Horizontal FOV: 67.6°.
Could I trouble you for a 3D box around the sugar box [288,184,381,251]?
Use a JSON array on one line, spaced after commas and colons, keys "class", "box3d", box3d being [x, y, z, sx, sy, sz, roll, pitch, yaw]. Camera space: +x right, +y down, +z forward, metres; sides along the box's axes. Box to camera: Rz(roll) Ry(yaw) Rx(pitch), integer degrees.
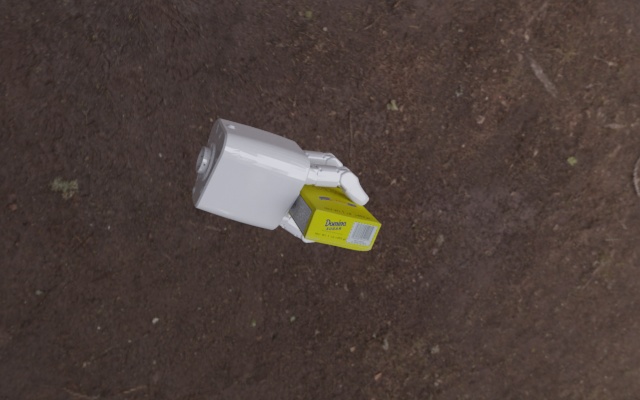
[{"class": "sugar box", "box3d": [0.000, 0.002, 0.634, 0.093, 0.048, 0.176, 14, 20, -26]}]
